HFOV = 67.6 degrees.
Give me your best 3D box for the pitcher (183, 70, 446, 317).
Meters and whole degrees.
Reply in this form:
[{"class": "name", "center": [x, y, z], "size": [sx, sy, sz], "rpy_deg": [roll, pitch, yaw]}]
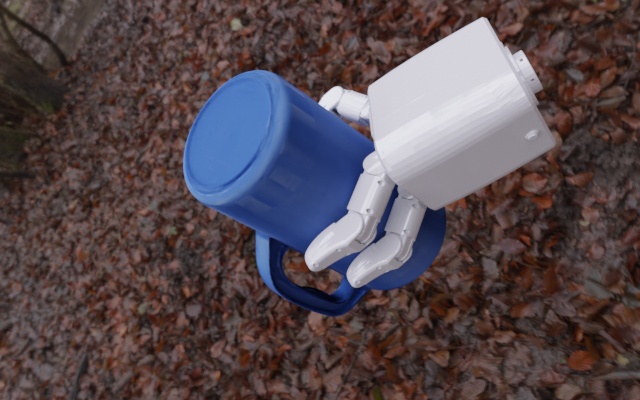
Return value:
[{"class": "pitcher", "center": [0.000, 0.001, 0.426], "size": [0.145, 0.149, 0.243], "rpy_deg": [-28, -35, 27]}]
